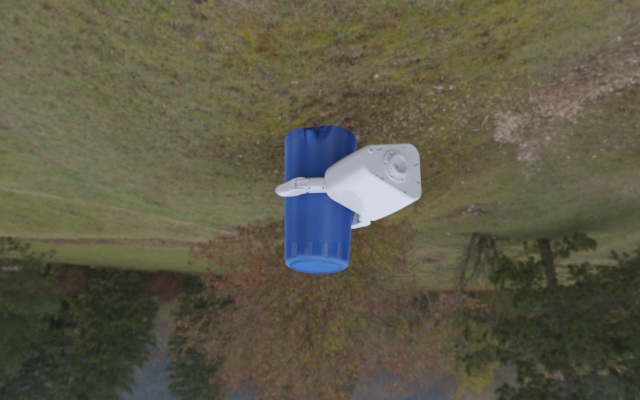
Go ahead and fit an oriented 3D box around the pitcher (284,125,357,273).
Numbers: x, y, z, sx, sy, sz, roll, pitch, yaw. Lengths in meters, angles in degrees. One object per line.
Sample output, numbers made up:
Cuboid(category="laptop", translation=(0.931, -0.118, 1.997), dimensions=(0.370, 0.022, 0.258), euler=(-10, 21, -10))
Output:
Cuboid(category="pitcher", translation=(0.000, 0.003, 0.847), dimensions=(0.149, 0.242, 0.145), euler=(14, -24, -30))
